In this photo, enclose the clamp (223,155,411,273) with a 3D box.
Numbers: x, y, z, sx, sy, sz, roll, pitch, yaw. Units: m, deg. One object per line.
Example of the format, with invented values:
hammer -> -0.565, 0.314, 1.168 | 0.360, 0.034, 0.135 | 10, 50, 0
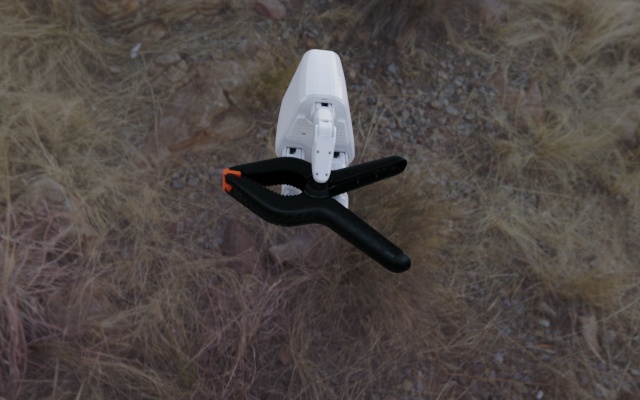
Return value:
clamp -> 0.000, 0.001, 0.506 | 0.210, 0.036, 0.164 | 5, 44, -6
